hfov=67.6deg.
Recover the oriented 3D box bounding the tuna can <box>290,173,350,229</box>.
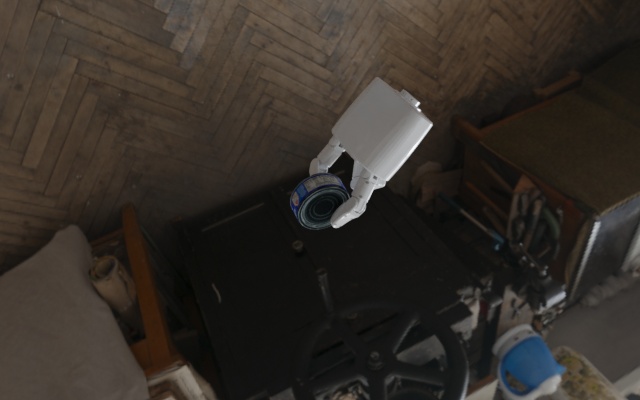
[{"bbox_3d":[0.000,0.003,0.711,0.086,0.086,0.033,0,40,-28],"label":"tuna can"}]
